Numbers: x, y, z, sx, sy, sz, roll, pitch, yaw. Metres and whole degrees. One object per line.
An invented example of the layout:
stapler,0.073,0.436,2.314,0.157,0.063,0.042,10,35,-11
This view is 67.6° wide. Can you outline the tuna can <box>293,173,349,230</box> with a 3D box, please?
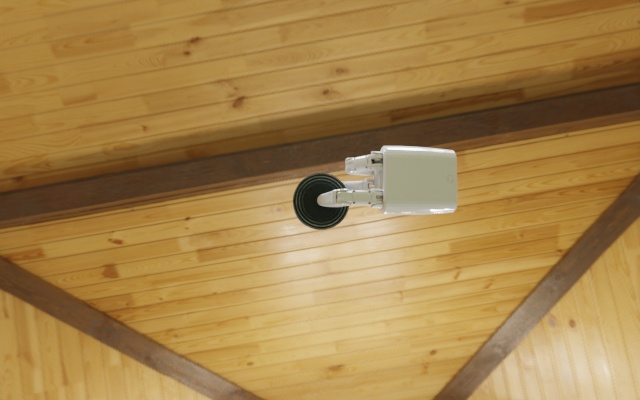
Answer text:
tuna can,0.000,0.002,0.730,0.086,0.086,0.034,0,-5,-5
